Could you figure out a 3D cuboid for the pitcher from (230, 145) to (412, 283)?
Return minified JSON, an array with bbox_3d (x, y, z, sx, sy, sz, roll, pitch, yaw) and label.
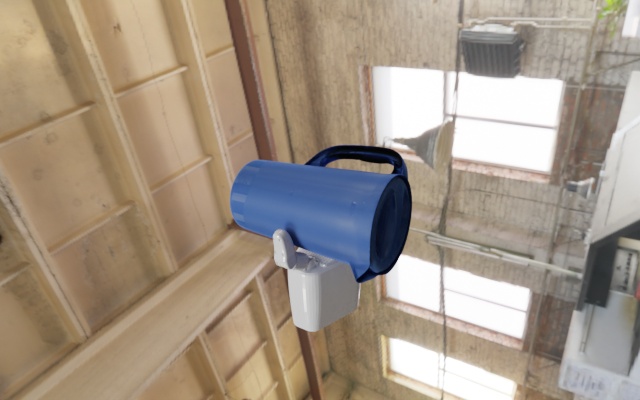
[{"bbox_3d":[0.000,0.002,0.671,0.243,0.145,0.149,12,27,30],"label":"pitcher"}]
